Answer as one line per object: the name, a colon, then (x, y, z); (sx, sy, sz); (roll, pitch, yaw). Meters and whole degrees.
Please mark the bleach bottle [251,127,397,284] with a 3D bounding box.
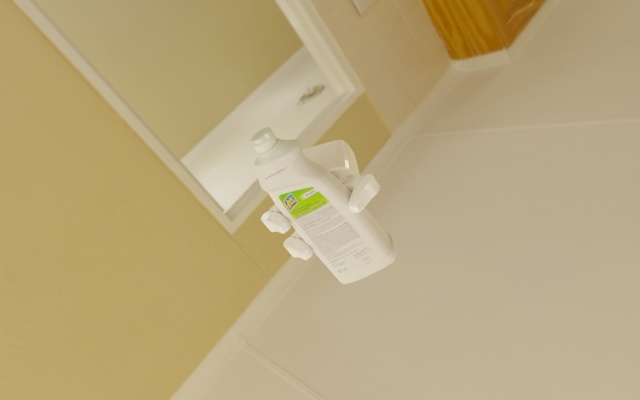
bleach bottle: (0.000, 0.002, 0.648); (0.102, 0.251, 0.068); (-29, 28, 17)
